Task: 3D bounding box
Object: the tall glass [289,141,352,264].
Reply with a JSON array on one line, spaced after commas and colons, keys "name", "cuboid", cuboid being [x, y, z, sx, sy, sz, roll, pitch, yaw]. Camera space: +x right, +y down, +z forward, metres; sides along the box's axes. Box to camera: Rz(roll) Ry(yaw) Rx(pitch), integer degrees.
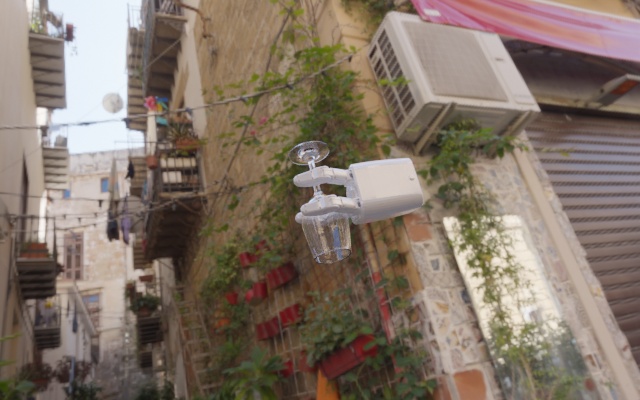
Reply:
[{"name": "tall glass", "cuboid": [0.000, 0.002, 0.810, 0.079, 0.201, 0.079, -10, -25, -5]}]
